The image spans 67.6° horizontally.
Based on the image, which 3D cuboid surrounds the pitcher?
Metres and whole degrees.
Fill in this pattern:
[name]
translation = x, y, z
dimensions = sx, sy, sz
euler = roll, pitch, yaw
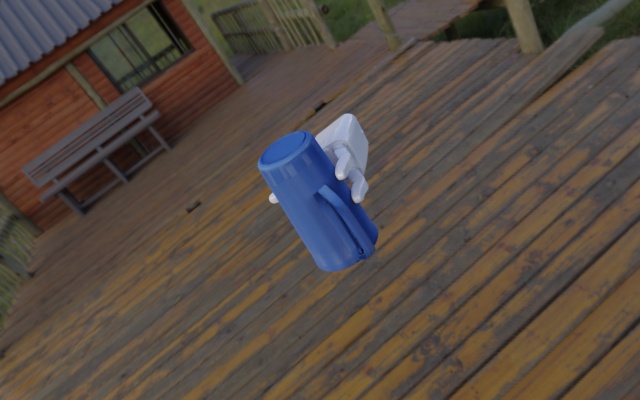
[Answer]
[pitcher]
translation = 0.000, 0.003, 0.846
dimensions = 0.149, 0.243, 0.145
euler = -18, 31, 26
